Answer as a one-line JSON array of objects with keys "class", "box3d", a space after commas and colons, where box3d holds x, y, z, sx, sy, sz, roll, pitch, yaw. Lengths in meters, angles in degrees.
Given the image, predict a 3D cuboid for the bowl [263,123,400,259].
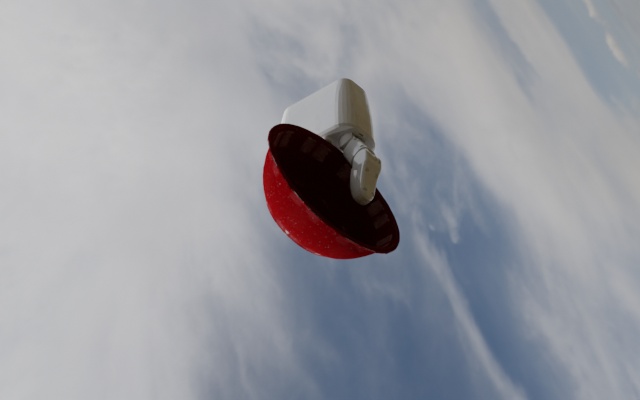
[{"class": "bowl", "box3d": [0.000, 0.002, 0.458, 0.055, 0.162, 0.162, -46, -22, 23]}]
